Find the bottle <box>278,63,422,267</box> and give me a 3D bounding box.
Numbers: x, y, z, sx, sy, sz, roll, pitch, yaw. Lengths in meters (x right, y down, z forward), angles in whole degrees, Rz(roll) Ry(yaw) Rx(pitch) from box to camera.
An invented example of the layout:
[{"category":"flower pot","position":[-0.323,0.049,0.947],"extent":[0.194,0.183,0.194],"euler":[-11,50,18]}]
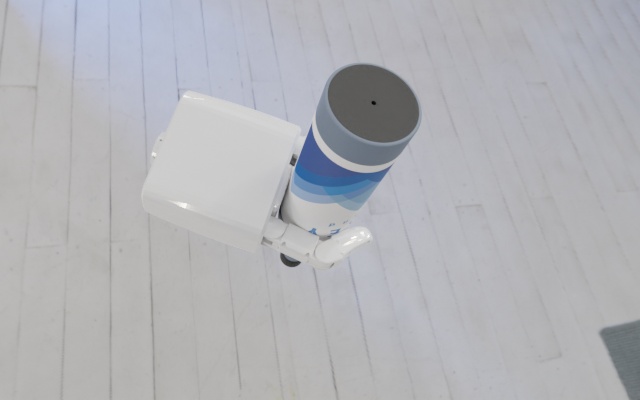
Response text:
[{"category":"bottle","position":[0.000,0.001,0.433],"extent":[0.069,0.069,0.296],"euler":[0,-26,-15]}]
